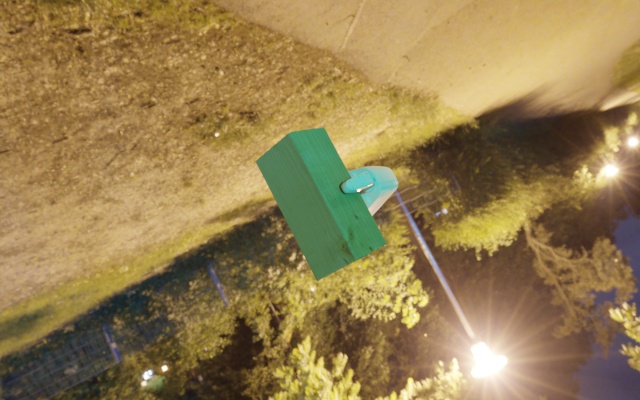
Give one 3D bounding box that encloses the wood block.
[{"bbox_3d":[0.001,0.002,0.728,0.091,0.206,0.090,-34,-9,37],"label":"wood block"}]
